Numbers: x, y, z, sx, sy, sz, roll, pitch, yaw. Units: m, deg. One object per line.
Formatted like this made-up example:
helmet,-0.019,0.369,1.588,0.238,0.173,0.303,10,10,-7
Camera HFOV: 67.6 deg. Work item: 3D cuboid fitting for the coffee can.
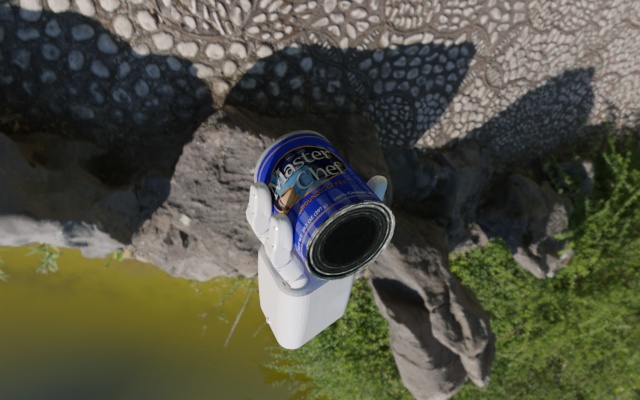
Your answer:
coffee can,0.000,0.001,0.521,0.103,0.103,0.140,0,36,-33
